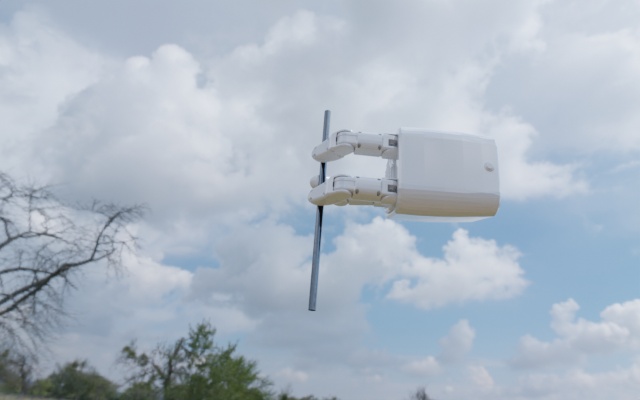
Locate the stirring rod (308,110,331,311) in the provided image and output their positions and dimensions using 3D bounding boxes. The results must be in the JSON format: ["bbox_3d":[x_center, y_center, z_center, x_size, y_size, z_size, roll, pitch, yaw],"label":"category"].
[{"bbox_3d":[0.000,0.002,0.533,0.011,0.239,0.011,4,-24,2],"label":"stirring rod"}]
